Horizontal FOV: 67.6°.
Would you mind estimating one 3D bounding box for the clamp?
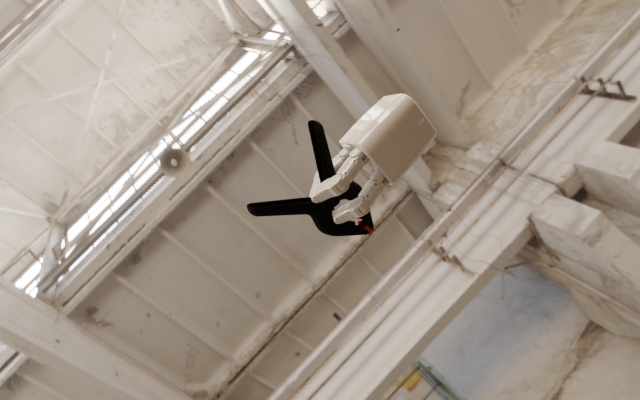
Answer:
[{"bbox_3d":[0.000,0.002,0.736,0.210,0.164,0.036,44,-1,-32],"label":"clamp"}]
